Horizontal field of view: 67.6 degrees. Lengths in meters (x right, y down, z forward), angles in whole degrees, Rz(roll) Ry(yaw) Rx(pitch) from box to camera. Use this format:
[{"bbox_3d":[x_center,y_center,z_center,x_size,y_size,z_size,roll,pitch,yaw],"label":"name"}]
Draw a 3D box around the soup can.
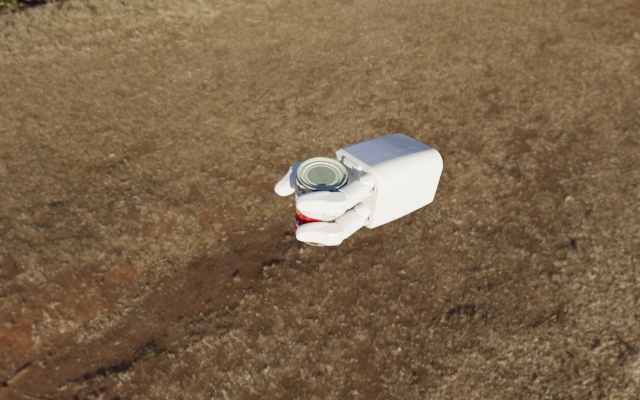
[{"bbox_3d":[0.000,0.002,0.633,0.068,0.102,0.068,2,44,-2],"label":"soup can"}]
